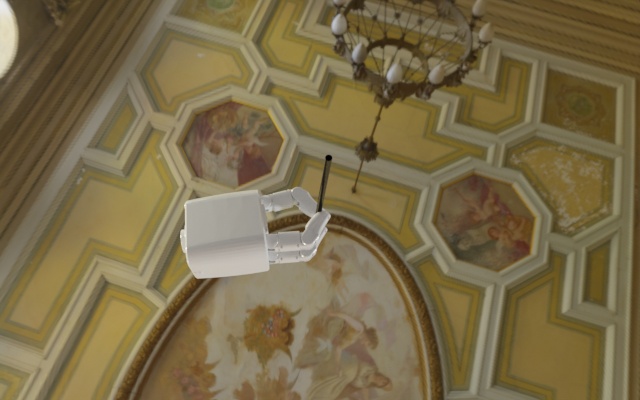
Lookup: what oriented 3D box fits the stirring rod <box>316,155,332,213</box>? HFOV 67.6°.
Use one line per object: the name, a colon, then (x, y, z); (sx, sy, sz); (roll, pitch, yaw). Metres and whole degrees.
stirring rod: (0.000, 0.002, 0.639); (0.011, 0.011, 0.240); (0, -24, -5)
